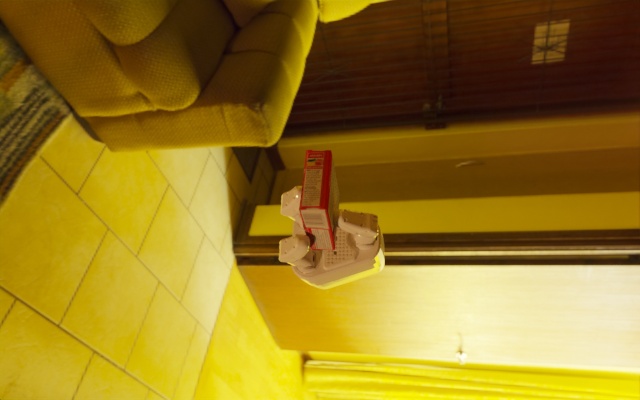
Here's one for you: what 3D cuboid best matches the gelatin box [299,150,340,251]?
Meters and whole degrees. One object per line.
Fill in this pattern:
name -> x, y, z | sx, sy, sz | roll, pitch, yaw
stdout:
gelatin box -> 0.000, 0.001, 0.505 | 0.030, 0.073, 0.089 | 0, -32, 8
